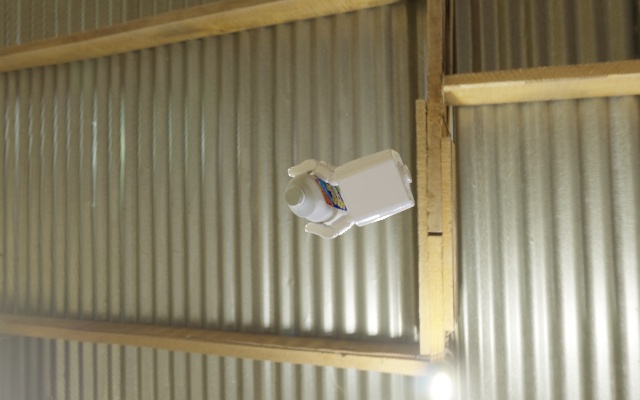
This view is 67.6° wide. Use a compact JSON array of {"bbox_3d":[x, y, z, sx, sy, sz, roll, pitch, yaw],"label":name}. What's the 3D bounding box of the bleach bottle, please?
[{"bbox_3d":[0.000,0.003,0.883,0.068,0.102,0.251,-22,-7,18],"label":"bleach bottle"}]
